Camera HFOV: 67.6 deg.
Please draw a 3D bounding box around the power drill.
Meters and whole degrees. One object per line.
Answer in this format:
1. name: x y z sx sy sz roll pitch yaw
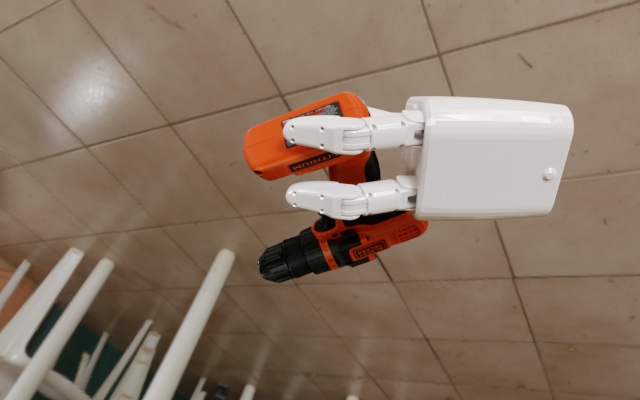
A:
1. power drill: 0.000 0.001 0.447 0.184 0.057 0.188 -22 -40 5
